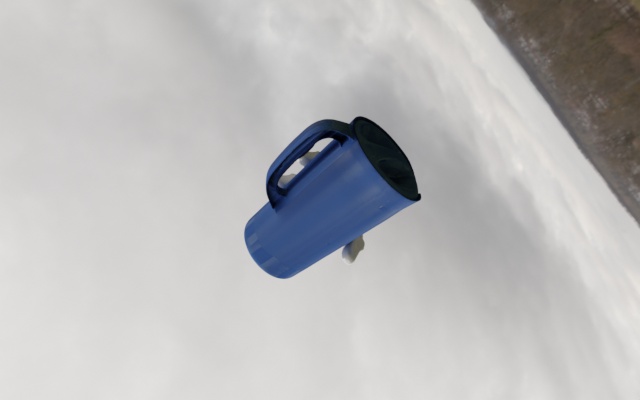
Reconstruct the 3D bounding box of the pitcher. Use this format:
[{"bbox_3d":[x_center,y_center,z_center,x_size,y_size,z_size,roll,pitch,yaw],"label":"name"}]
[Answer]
[{"bbox_3d":[0.000,0.002,0.654,0.243,0.149,0.145,-38,-8,27],"label":"pitcher"}]
